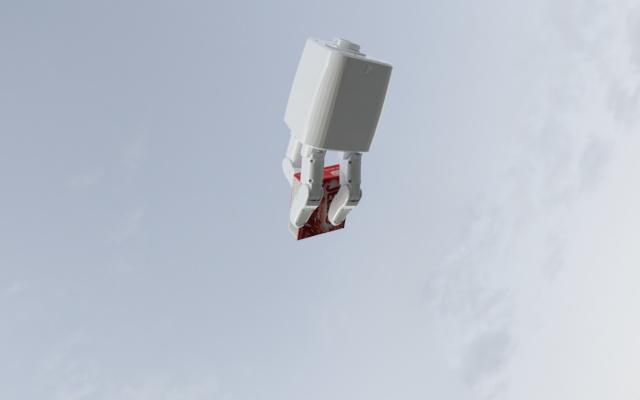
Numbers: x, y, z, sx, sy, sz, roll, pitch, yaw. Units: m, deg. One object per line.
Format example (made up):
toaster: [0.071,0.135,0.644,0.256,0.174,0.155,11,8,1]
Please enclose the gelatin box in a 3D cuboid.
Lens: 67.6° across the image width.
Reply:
gelatin box: [0.000,0.002,0.605,0.073,0.089,0.030,-13,39,-29]
